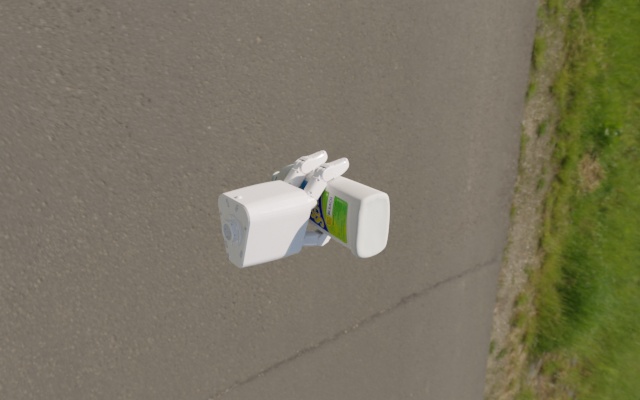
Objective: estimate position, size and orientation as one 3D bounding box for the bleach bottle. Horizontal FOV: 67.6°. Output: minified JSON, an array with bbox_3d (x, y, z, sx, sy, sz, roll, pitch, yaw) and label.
[{"bbox_3d":[0.000,0.002,0.781,0.068,0.102,0.250,-13,23,-37],"label":"bleach bottle"}]
